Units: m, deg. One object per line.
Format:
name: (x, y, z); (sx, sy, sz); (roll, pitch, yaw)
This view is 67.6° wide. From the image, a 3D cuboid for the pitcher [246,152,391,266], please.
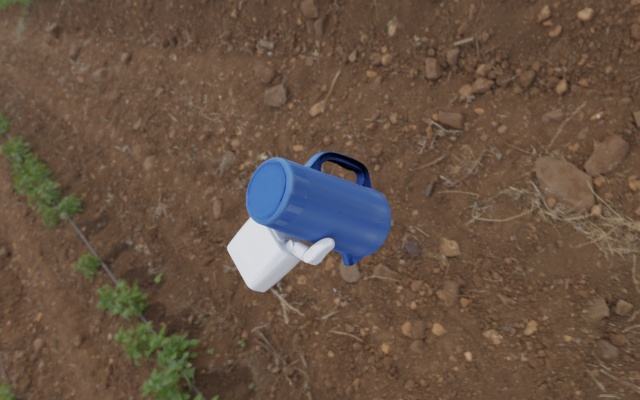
pitcher: (0.000, 0.003, 0.809); (0.243, 0.149, 0.145); (21, -58, -44)
